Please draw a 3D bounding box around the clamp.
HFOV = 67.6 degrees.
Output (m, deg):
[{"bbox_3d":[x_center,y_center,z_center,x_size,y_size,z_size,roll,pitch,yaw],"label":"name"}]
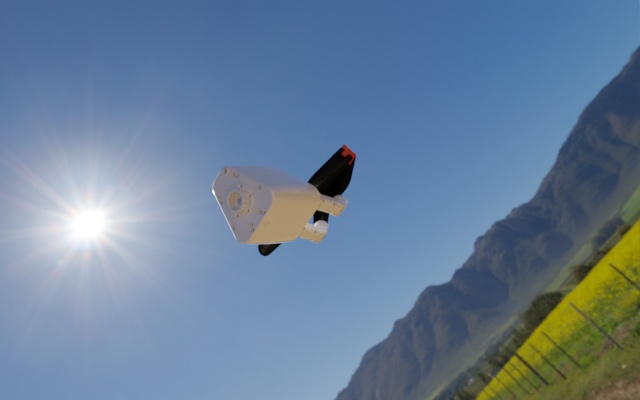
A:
[{"bbox_3d":[0.000,0.002,0.784,0.036,0.210,0.164,44,22,23],"label":"clamp"}]
